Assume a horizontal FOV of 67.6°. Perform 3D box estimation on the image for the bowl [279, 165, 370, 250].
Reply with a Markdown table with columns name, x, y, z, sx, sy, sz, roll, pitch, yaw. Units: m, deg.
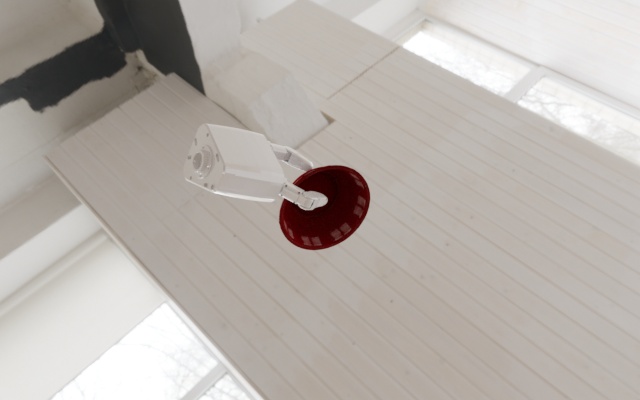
| name | x | y | z | sx | sy | sz | roll | pitch | yaw |
| --- | --- | --- | --- | --- | --- | --- | --- | --- | --- |
| bowl | 0.001 | 0.003 | 0.801 | 0.162 | 0.162 | 0.055 | 0 | 30 | -25 |
